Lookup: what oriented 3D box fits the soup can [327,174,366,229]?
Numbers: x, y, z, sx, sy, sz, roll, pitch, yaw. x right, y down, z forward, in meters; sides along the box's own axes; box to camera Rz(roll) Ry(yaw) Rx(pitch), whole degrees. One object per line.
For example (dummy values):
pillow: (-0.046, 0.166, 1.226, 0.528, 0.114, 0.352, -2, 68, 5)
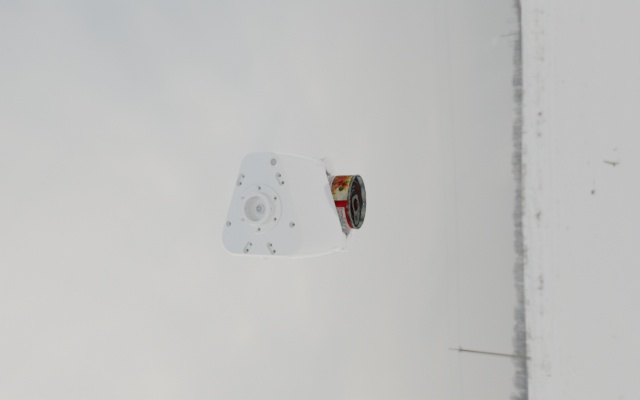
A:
soup can: (0.000, 0.002, 0.608, 0.102, 0.068, 0.068, 0, 0, 22)
